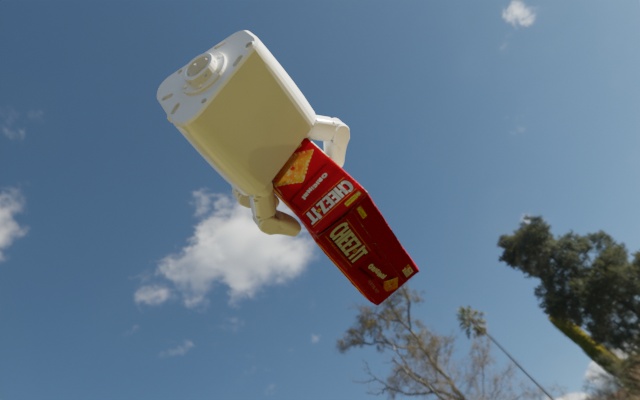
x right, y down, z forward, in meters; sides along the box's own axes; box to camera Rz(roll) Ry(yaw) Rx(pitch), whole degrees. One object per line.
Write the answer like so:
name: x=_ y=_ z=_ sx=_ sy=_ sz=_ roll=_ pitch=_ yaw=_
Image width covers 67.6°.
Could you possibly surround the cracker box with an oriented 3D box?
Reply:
cracker box: x=0.000 y=0.002 z=0.549 sx=0.213 sy=0.072 sz=0.164 roll=47 pitch=-2 yaw=44
